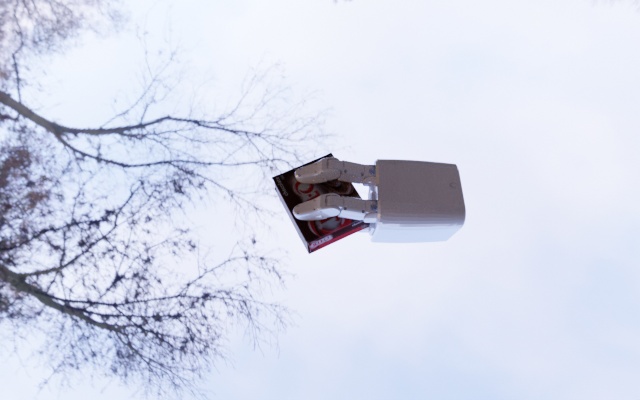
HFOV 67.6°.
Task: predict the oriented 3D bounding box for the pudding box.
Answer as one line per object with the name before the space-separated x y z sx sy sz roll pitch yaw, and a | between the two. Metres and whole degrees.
pudding box | 0.000 0.002 0.622 0.090 0.113 0.039 -23 -32 -13
